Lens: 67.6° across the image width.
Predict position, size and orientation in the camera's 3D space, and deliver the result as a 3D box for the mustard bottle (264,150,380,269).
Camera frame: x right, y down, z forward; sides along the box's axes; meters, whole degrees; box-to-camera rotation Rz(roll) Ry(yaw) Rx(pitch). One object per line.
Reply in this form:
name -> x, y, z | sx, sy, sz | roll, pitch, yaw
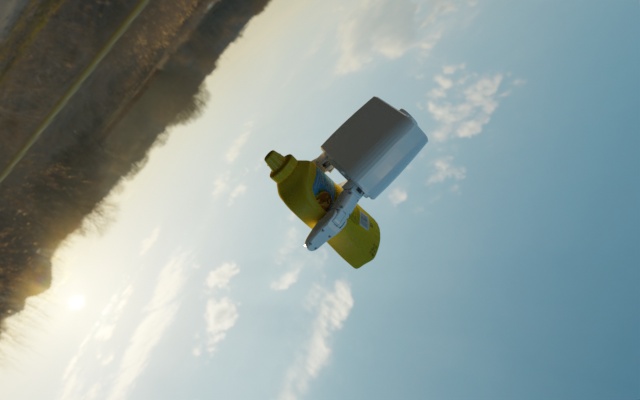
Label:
mustard bottle -> 0.000, 0.002, 0.638 | 0.058, 0.192, 0.096 | -35, 25, 27
